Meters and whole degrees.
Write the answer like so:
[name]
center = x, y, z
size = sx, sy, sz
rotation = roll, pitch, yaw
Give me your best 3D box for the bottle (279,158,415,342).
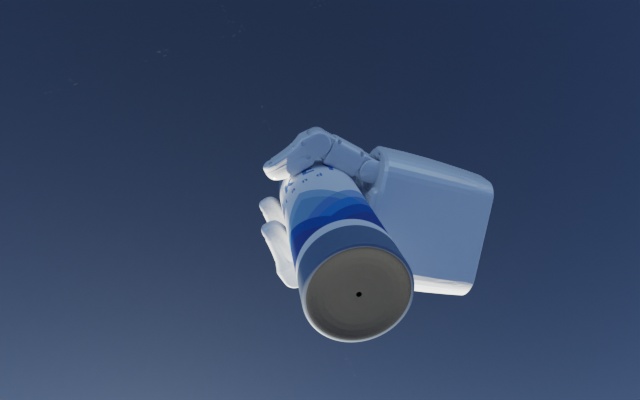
[bottle]
center = 0.000, 0.001, 0.408
size = 0.069, 0.069, 0.295
rotation = 0, 21, -9
